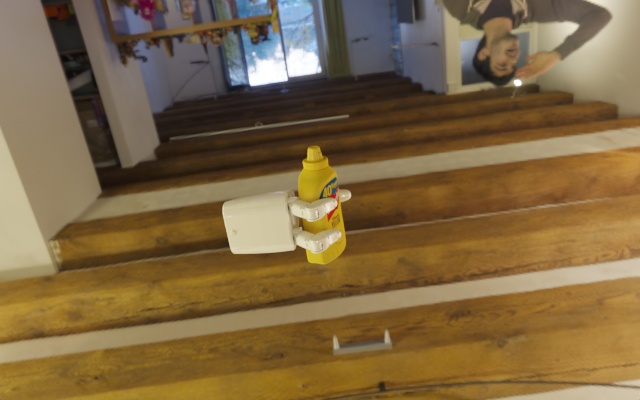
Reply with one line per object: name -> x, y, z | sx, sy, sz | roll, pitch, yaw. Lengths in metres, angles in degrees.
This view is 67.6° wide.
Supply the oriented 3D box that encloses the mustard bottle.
mustard bottle -> 0.000, 0.003, 0.802 | 0.058, 0.192, 0.096 | 4, 24, 28
